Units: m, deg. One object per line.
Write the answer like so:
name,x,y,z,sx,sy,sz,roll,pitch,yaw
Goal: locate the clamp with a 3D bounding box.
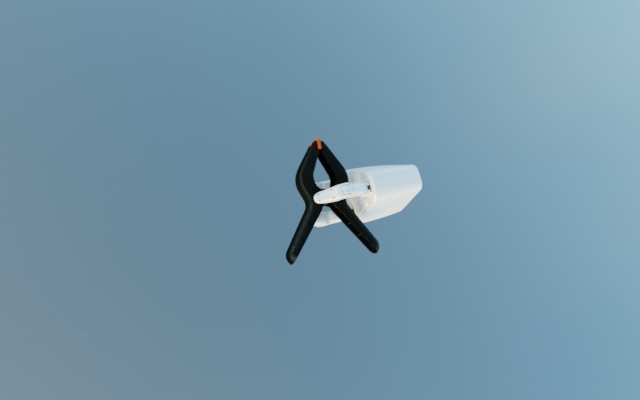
clamp,0.001,0.002,0.785,0.164,0.210,0.036,-12,-9,-27
